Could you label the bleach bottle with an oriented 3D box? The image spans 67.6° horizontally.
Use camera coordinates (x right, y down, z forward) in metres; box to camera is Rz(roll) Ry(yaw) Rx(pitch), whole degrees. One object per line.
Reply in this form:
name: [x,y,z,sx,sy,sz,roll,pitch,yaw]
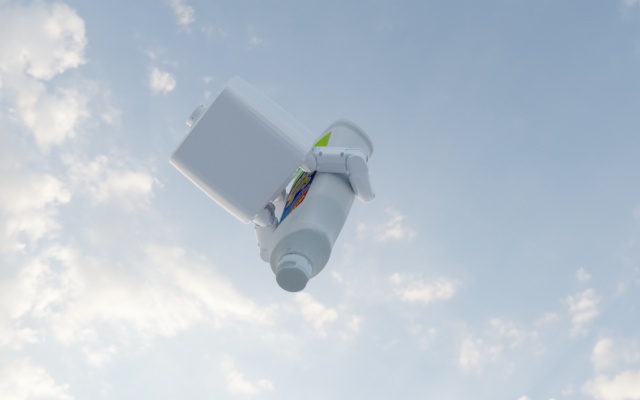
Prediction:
bleach bottle: [0.000,0.002,0.517,0.102,0.068,0.250,-44,14,28]
